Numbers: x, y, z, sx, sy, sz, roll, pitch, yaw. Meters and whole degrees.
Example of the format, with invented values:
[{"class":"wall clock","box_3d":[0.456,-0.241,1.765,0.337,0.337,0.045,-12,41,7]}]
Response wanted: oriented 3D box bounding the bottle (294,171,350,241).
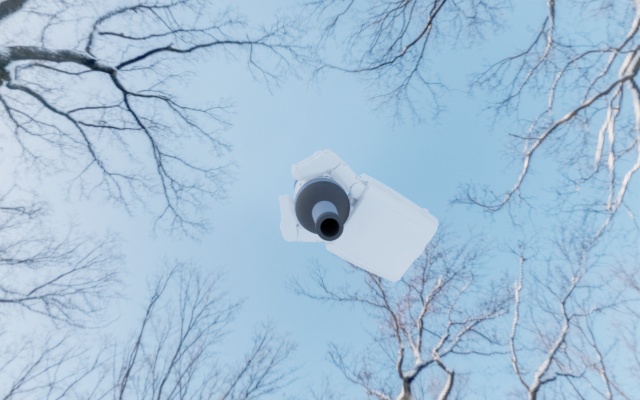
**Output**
[{"class":"bottle","box_3d":[0.000,0.002,0.604,0.069,0.069,0.295,0,9,-4]}]
